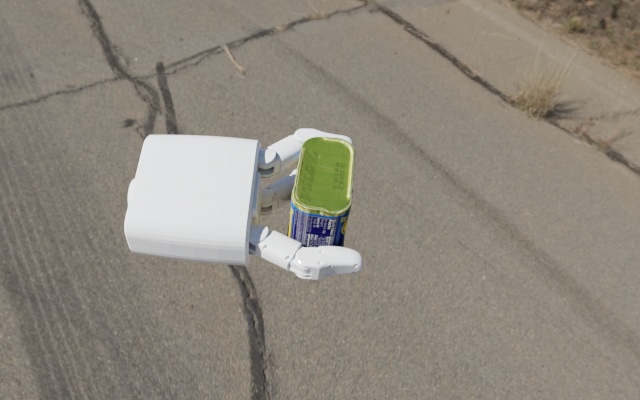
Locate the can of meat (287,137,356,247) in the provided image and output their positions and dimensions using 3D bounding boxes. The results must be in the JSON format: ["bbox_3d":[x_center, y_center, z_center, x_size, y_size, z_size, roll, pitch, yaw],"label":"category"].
[{"bbox_3d":[0.000,0.001,0.452,0.057,0.102,0.084,7,-43,-1],"label":"can of meat"}]
